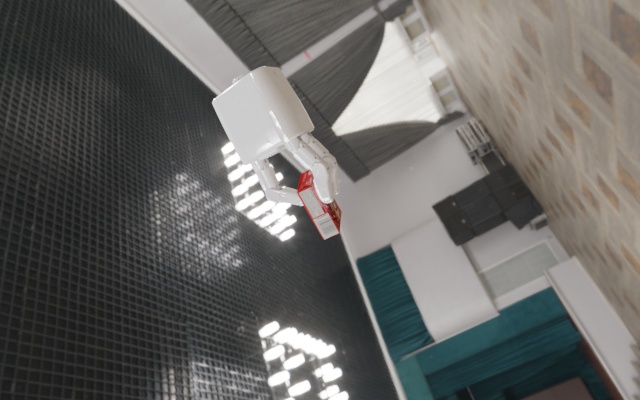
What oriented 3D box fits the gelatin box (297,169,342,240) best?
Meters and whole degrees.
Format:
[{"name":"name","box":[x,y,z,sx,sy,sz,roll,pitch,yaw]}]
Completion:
[{"name":"gelatin box","box":[0.000,0.003,0.715,0.030,0.089,0.073,-24,20,14]}]
